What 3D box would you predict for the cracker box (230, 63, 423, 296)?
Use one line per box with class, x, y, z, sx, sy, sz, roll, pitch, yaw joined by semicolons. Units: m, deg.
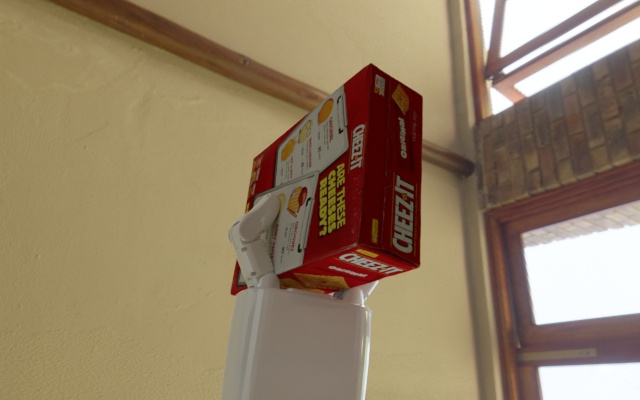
cracker box;0.000;0.001;0.452;0.072;0.164;0.214;21;-29;-29
